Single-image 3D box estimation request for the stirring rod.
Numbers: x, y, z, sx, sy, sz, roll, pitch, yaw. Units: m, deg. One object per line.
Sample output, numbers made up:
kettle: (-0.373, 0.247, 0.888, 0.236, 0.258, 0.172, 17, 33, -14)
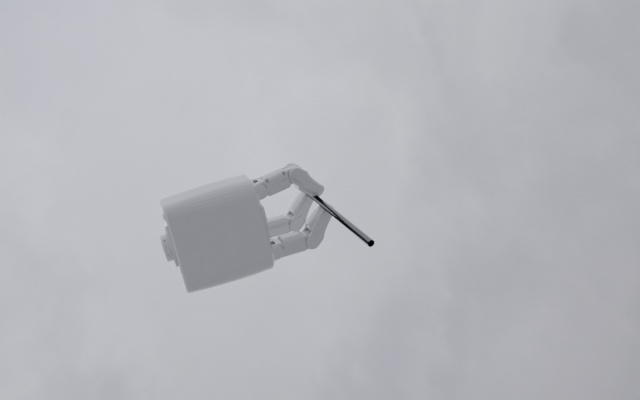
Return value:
stirring rod: (0.000, 0.002, 0.592, 0.011, 0.011, 0.239, 0, 21, -28)
